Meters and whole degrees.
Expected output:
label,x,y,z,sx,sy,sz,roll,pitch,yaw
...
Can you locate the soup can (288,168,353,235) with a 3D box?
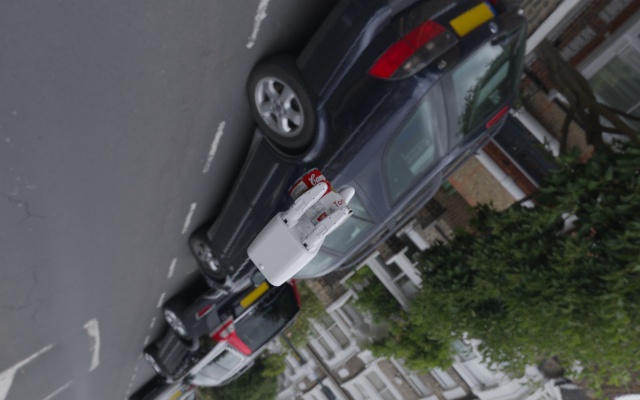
label,x,y,z,sx,sy,sz,roll,pitch,yaw
soup can,0.001,0.003,0.841,0.068,0.102,0.068,-39,-9,-8
